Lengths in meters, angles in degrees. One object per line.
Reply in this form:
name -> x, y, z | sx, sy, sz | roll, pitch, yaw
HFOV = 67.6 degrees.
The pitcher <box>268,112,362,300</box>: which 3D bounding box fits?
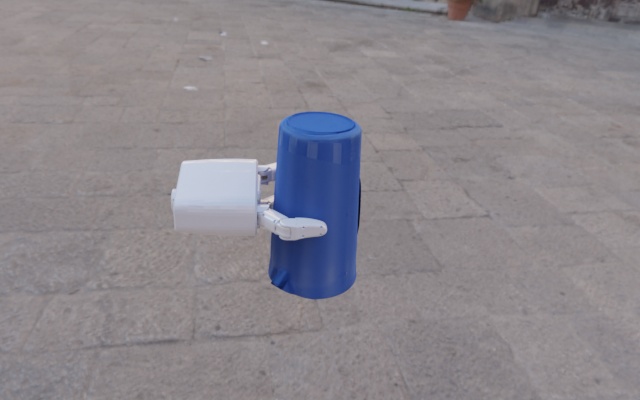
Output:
pitcher -> 0.000, 0.002, 0.678 | 0.145, 0.243, 0.149 | 1, 27, -6
